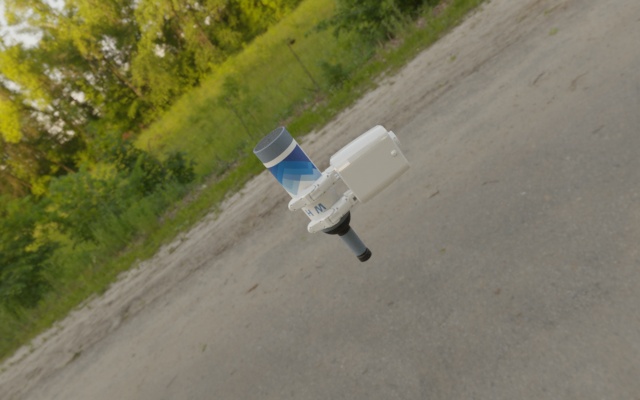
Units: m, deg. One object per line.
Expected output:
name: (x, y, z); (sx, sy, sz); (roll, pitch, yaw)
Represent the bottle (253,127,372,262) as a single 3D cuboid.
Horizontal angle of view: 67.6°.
bottle: (0.000, 0.003, 0.853); (0.069, 0.296, 0.069); (-33, 24, 16)
